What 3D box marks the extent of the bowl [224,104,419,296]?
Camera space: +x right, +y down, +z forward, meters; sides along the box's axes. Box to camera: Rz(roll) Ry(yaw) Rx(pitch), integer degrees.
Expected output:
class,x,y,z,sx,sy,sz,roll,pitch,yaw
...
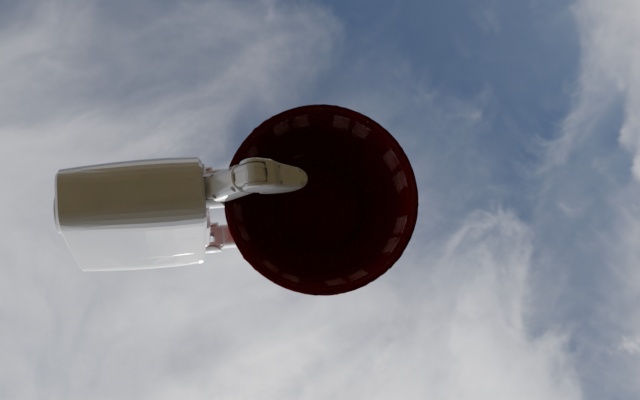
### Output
class,x,y,z,sx,sy,sz,roll,pitch,yaw
bowl,0.001,0.002,0.418,0.162,0.162,0.055,0,-11,-3
